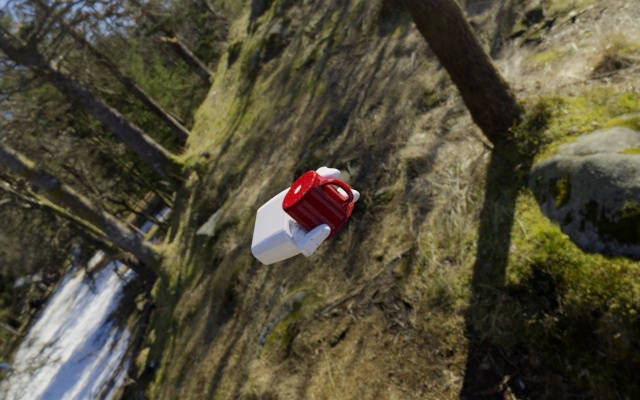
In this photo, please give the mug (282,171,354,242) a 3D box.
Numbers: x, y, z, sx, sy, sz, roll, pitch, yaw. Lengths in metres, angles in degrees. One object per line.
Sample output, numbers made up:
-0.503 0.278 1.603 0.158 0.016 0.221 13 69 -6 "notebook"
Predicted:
0.001 0.002 0.759 0.081 0.093 0.117 41 -45 -21 "mug"
